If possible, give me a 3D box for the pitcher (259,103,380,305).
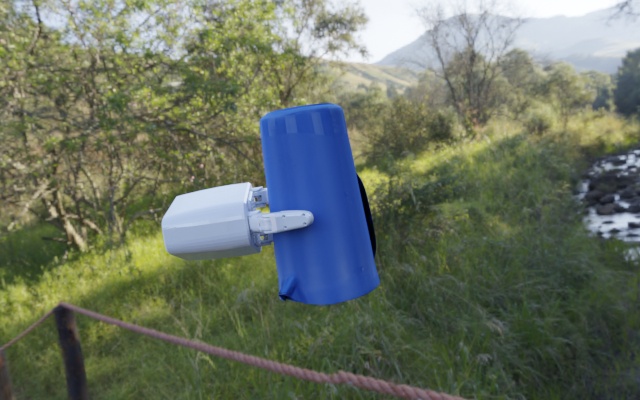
[{"bbox_3d":[0.000,0.002,0.625,0.145,0.243,0.149,-9,6,-1],"label":"pitcher"}]
